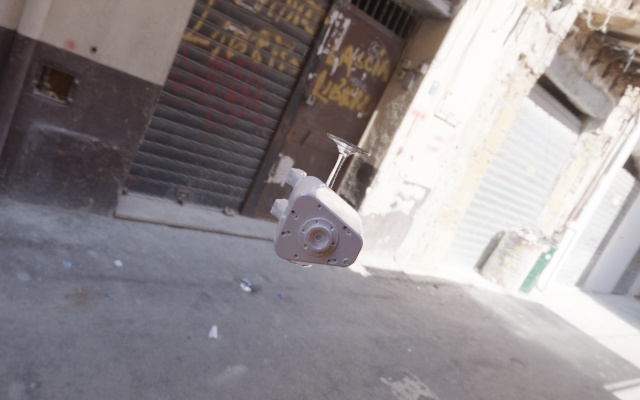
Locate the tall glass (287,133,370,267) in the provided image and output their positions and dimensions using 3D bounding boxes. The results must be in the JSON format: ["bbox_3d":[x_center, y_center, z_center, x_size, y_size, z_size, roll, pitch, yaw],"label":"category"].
[{"bbox_3d":[0.000,0.002,0.743,0.079,0.201,0.079,24,12,-5],"label":"tall glass"}]
